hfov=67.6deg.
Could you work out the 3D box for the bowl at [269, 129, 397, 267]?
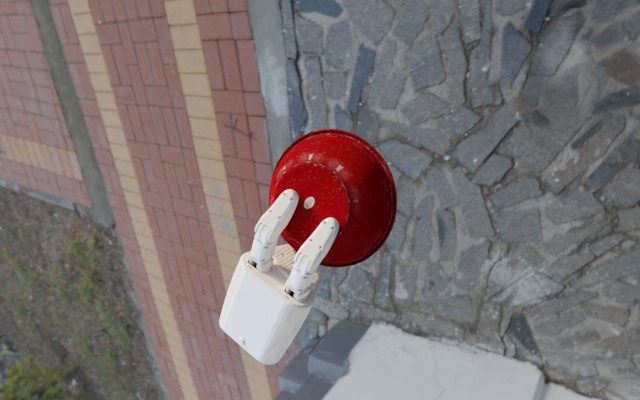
[{"bbox_3d":[0.000,0.001,0.530,0.162,0.162,0.055,0,7,26],"label":"bowl"}]
